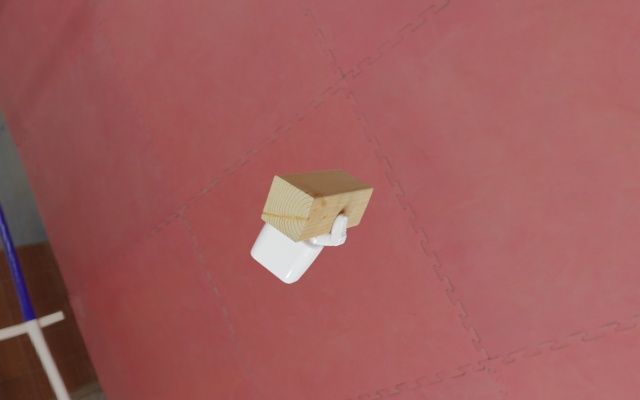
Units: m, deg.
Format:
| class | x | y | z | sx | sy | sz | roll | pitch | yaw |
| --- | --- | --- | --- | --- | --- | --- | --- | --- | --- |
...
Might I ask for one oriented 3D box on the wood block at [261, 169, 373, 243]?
| class | x | y | z | sx | sy | sz | roll | pitch | yaw |
| --- | --- | --- | --- | --- | --- | --- | --- | --- | --- |
| wood block | 0.000 | 0.003 | 0.894 | 0.090 | 0.090 | 0.206 | 32 | 23 | 27 |
